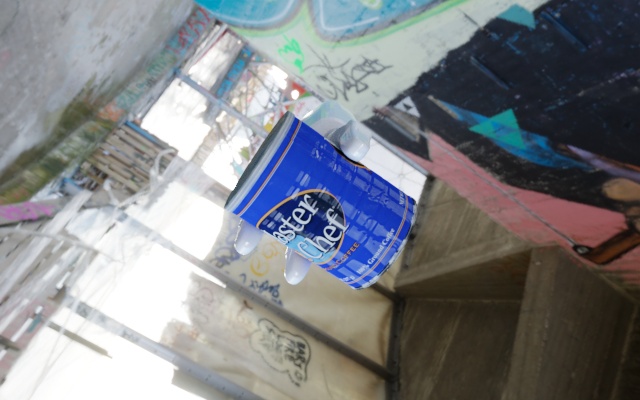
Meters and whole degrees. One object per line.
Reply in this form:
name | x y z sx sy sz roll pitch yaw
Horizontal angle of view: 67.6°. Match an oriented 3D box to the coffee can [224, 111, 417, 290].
coffee can | 0.000 0.001 0.431 0.140 0.103 0.103 34 -8 -13
